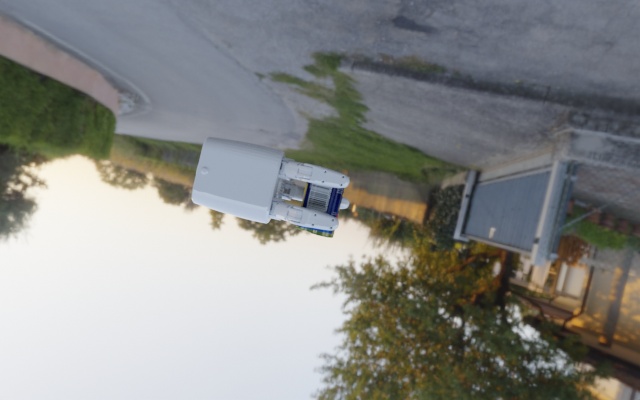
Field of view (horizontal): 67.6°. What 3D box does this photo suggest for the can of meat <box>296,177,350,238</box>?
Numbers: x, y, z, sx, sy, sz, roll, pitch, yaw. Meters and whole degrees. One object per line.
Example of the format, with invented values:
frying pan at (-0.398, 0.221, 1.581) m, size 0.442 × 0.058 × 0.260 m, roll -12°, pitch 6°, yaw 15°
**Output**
can of meat at (0.000, 0.002, 0.657) m, size 0.057 × 0.084 × 0.102 m, roll 14°, pitch 1°, yaw -2°
